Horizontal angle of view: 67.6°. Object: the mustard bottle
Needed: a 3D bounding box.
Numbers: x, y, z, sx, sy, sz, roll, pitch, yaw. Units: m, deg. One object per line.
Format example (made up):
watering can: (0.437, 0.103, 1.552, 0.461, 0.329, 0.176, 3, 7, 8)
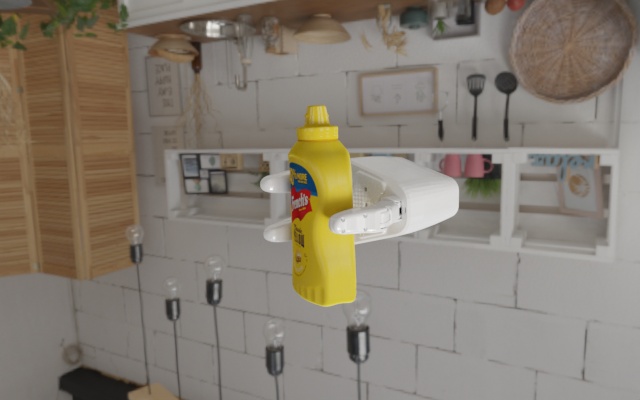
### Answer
mustard bottle: (0.000, 0.002, 0.482, 0.058, 0.191, 0.096, -5, 10, -19)
